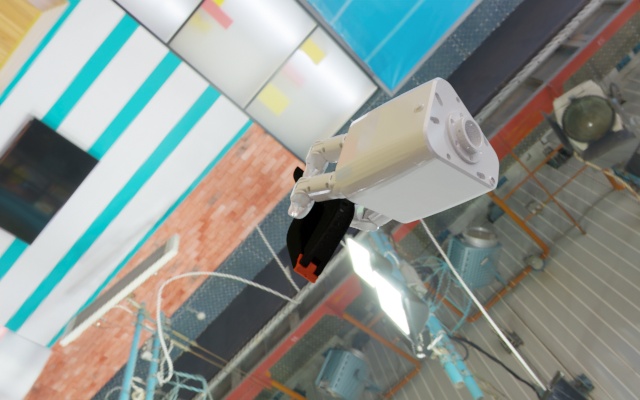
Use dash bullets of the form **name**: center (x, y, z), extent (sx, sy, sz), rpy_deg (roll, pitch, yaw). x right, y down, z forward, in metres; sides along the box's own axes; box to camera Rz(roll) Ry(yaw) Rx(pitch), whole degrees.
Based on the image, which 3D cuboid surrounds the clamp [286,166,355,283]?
- **clamp**: center (0.001, 0.003, 0.552), extent (0.036, 0.209, 0.164), rpy_deg (37, -39, -23)
